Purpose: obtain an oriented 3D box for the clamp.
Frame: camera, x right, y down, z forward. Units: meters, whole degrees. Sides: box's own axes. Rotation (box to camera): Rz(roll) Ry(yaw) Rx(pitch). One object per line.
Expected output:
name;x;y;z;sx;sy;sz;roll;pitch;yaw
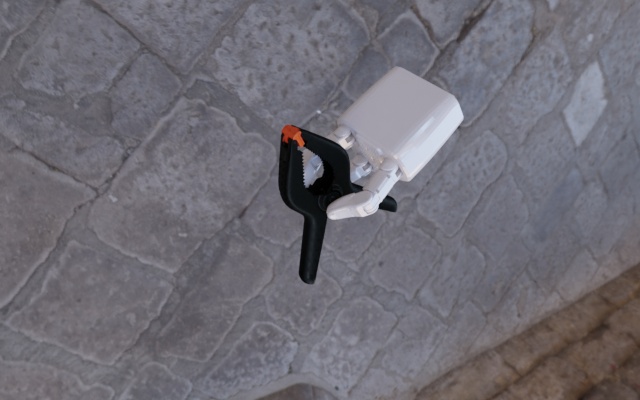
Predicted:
clamp;0.000;0.002;0.575;0.036;0.164;0.210;35;-12;47
